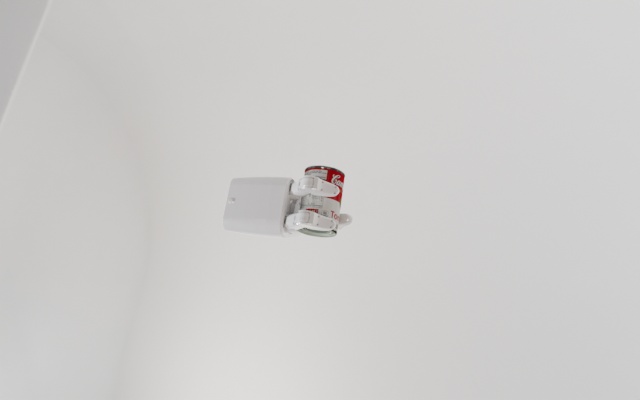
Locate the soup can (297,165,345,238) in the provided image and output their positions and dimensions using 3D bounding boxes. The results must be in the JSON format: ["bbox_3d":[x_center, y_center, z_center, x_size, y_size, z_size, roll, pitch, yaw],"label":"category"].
[{"bbox_3d":[0.001,0.003,0.774,0.068,0.102,0.068,8,-17,2],"label":"soup can"}]
